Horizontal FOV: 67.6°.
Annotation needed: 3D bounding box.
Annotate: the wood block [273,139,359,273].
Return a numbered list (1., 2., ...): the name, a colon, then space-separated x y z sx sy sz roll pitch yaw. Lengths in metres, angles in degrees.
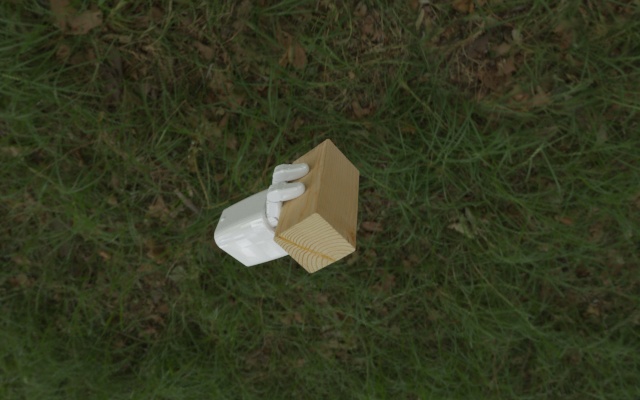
1. wood block: 0.000 0.003 0.778 0.090 0.091 0.206 -31 28 27
